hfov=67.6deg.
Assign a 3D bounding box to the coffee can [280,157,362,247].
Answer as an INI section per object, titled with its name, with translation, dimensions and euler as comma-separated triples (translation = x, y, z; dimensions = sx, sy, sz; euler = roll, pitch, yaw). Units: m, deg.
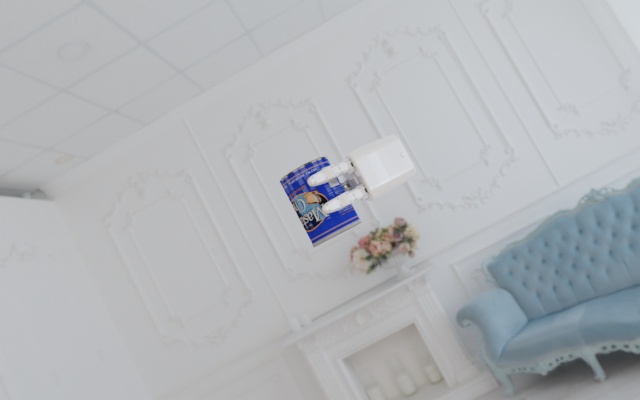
[coffee can]
translation = 0.000, 0.003, 0.899
dimensions = 0.103, 0.140, 0.103
euler = -28, -5, -3
